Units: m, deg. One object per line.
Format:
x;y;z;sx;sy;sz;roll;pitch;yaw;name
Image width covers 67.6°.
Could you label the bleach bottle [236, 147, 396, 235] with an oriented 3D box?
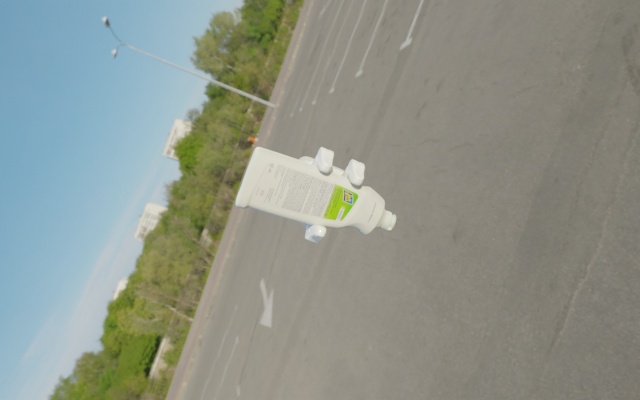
0.000;0.002;0.763;0.251;0.102;0.068;20;8;-12;bleach bottle
